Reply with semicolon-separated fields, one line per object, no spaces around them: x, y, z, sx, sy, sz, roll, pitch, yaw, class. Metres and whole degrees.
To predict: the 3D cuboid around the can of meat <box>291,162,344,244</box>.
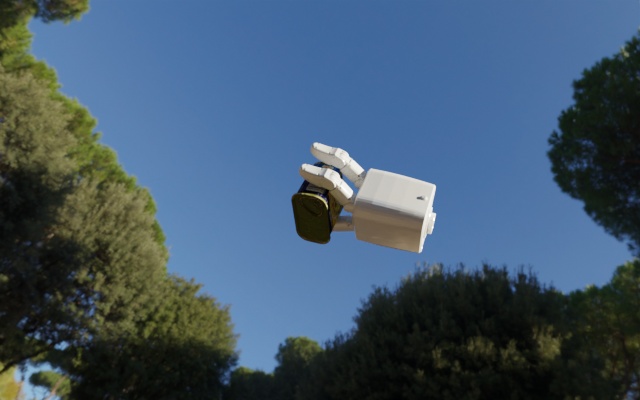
0.000;0.002;0.748;0.057;0.102;0.084;11;45;18;can of meat
